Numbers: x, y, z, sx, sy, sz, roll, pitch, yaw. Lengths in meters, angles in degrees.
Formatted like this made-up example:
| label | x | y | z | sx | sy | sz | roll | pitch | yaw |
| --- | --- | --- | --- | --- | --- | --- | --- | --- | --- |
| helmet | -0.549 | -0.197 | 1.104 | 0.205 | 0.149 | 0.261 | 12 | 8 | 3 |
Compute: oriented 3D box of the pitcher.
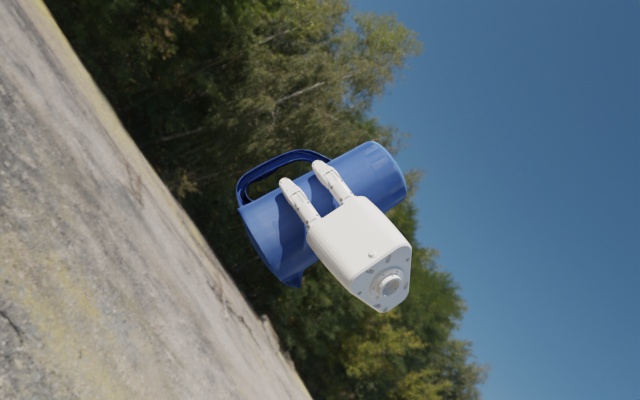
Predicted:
| label | x | y | z | sx | sy | sz | roll | pitch | yaw |
| --- | --- | --- | --- | --- | --- | --- | --- | --- | --- |
| pitcher | 0.000 | 0.003 | 0.729 | 0.243 | 0.149 | 0.145 | -31 | 43 | -9 |
